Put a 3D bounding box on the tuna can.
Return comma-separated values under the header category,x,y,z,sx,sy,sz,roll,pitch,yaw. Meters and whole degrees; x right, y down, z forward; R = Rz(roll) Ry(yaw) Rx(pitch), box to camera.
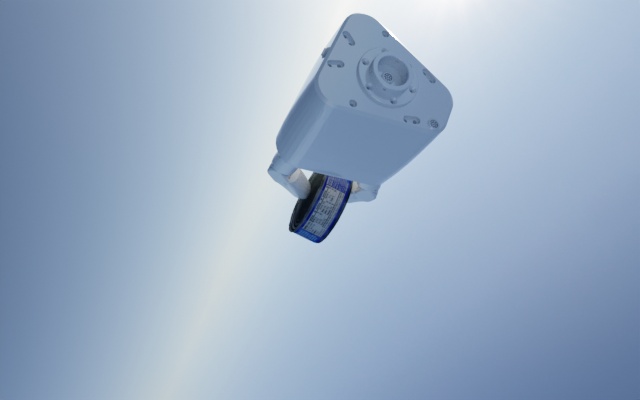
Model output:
category,x,y,z,sx,sy,sz,roll,pitch,yaw
tuna can,0.001,0.002,0.510,0.034,0.086,0.086,27,-6,-12
